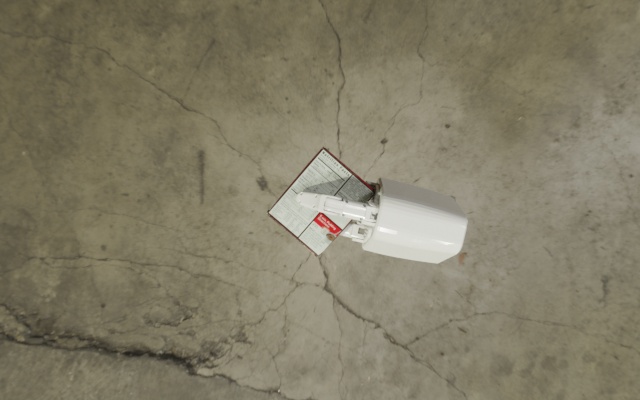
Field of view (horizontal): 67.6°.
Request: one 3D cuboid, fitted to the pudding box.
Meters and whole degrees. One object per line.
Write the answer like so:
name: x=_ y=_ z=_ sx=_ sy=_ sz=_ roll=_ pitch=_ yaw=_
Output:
pudding box: x=0.000 y=0.002 z=0.608 sx=0.090 sy=0.113 sz=0.039 roll=41 pitch=0 yaw=-2
